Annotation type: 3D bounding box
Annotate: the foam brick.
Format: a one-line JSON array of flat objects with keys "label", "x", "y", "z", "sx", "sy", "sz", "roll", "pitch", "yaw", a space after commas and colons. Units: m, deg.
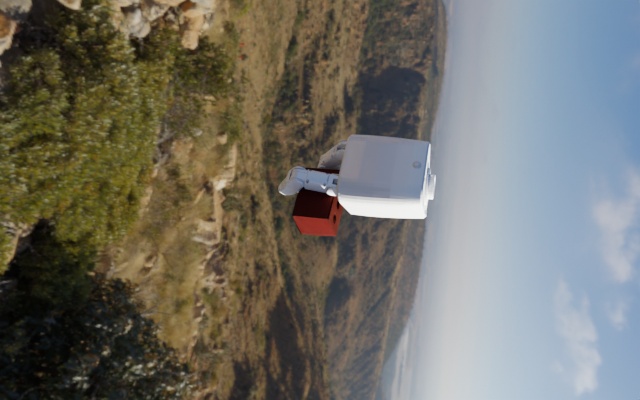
[{"label": "foam brick", "x": 0.000, "y": 0.002, "z": 0.642, "sx": 0.051, "sy": 0.078, "sz": 0.053, "roll": 6, "pitch": -28, "yaw": 16}]
